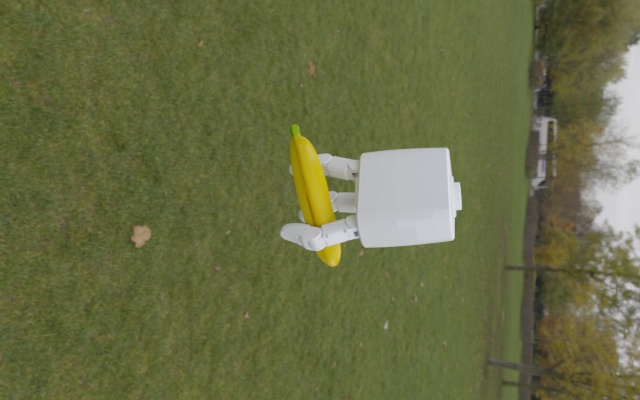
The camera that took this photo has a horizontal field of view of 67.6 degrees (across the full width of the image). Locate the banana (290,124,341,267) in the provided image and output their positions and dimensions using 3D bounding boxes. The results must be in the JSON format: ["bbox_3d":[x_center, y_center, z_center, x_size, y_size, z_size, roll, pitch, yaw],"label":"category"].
[{"bbox_3d":[-0.003,0.005,0.592,0.037,0.198,0.069,-11,18,10],"label":"banana"}]
